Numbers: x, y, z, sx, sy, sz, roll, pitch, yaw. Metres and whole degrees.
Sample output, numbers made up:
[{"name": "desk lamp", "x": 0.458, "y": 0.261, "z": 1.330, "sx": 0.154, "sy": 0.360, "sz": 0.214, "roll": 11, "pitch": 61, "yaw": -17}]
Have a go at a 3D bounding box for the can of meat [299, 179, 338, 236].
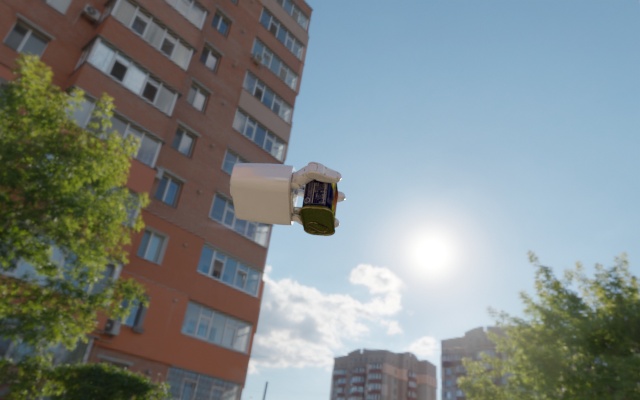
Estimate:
[{"name": "can of meat", "x": 0.000, "y": 0.002, "z": 0.841, "sx": 0.057, "sy": 0.084, "sz": 0.102, "roll": 3, "pitch": -30, "yaw": 7}]
